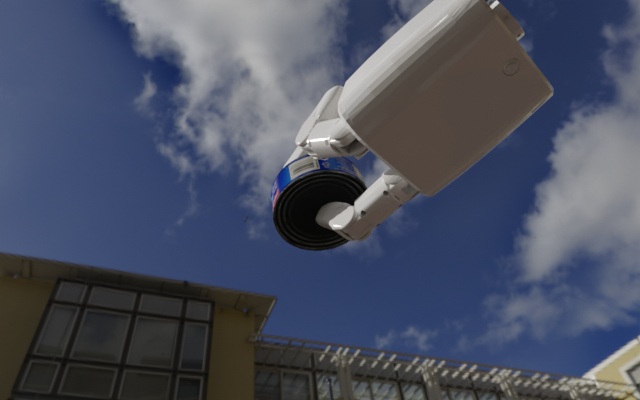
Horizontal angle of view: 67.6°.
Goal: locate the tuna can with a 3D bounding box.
[{"bbox_3d":[0.000,0.001,0.417,0.086,0.086,0.033,0,37,-11],"label":"tuna can"}]
